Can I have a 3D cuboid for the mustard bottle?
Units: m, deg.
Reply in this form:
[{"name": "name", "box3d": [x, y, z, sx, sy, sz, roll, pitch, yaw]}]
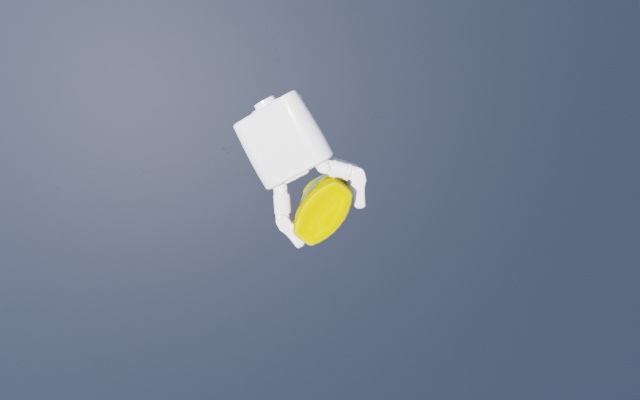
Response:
[{"name": "mustard bottle", "box3d": [0.000, 0.003, 0.726, 0.058, 0.096, 0.191, 36, 7, -7]}]
